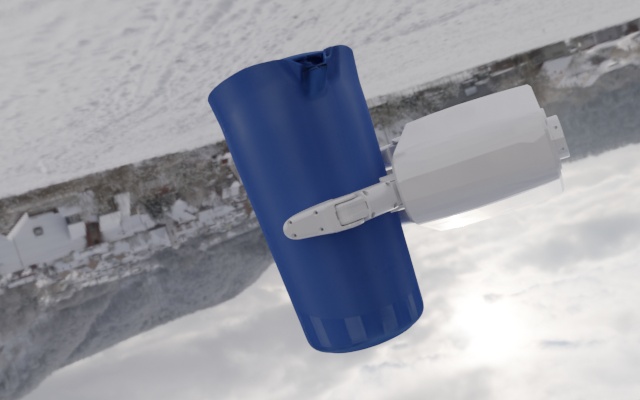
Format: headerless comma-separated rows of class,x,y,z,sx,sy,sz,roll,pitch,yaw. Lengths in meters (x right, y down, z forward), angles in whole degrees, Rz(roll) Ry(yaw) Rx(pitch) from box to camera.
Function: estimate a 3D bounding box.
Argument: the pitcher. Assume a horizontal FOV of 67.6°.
pitcher,0.000,0.001,0.430,0.145,0.243,0.149,-18,1,25
